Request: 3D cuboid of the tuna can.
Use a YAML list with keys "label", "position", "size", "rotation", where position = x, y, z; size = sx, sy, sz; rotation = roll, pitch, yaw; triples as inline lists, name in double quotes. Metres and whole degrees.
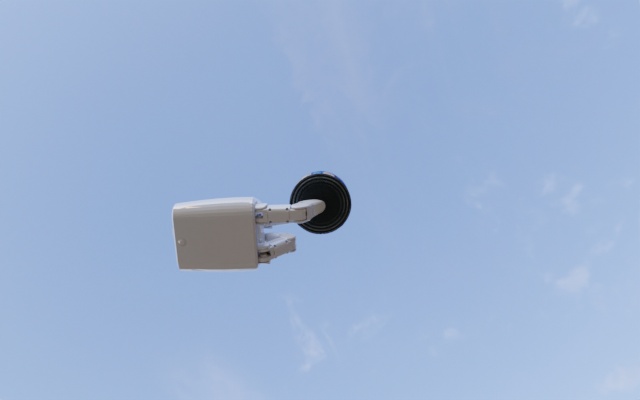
- label: "tuna can"
  position: [0.000, 0.002, 0.673]
  size: [0.086, 0.086, 0.033]
  rotation: [0, 11, 1]
